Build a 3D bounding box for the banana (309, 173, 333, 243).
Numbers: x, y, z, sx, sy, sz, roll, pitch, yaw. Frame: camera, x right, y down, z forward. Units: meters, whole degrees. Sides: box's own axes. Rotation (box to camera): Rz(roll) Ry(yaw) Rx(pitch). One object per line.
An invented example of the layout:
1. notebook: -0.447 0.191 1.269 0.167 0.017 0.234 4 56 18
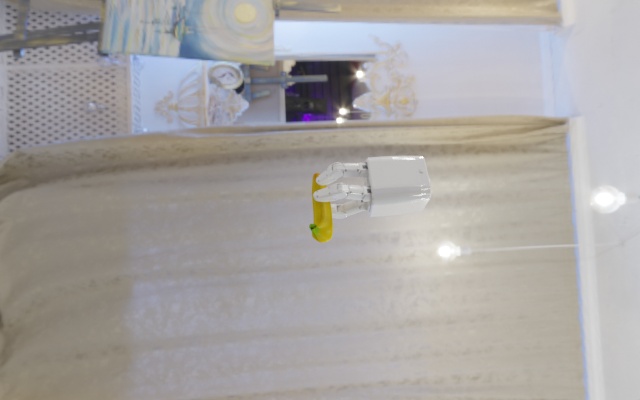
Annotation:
1. banana: 0.002 0.021 0.878 0.037 0.070 0.197 -6 30 3
